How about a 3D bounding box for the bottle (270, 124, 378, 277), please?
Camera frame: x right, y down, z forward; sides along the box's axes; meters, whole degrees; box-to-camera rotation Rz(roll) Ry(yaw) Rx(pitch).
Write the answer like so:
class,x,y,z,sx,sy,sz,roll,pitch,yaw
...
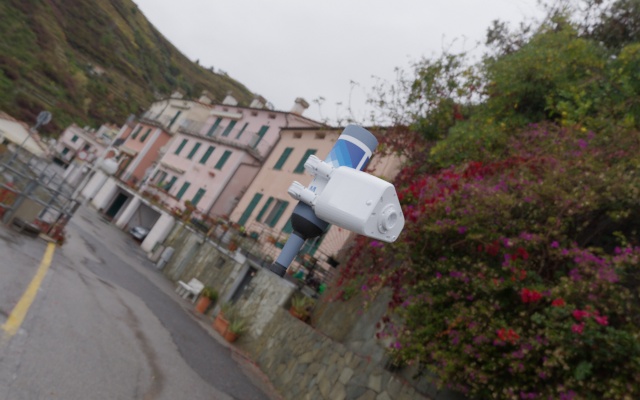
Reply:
class,x,y,z,sx,sy,sz,roll,pitch,yaw
bottle,0.000,0.003,0.846,0.069,0.295,0.069,31,-11,6
